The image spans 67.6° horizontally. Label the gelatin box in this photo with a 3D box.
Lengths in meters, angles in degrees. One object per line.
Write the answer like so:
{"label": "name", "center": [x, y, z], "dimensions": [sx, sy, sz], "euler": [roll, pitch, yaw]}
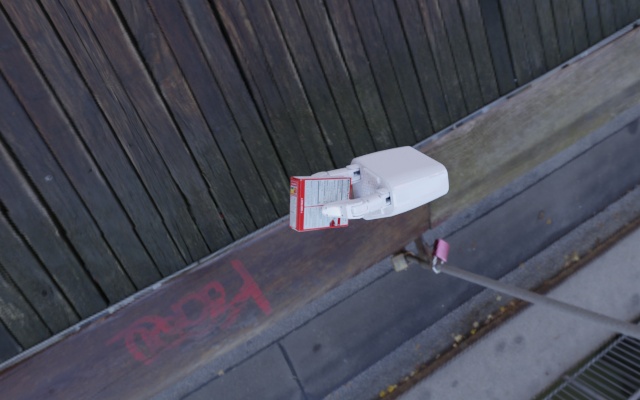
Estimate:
{"label": "gelatin box", "center": [0.000, 0.002, 0.680], "dimensions": [0.089, 0.073, 0.030], "euler": [-4, 12, -33]}
